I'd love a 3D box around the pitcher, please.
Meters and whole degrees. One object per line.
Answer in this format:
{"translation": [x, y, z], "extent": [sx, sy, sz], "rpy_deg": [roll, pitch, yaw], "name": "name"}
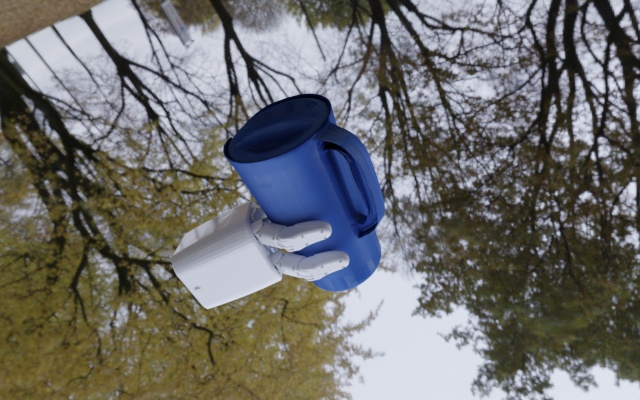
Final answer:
{"translation": [0.000, 0.002, 0.592], "extent": [0.145, 0.243, 0.149], "rpy_deg": [-25, 35, 3], "name": "pitcher"}
